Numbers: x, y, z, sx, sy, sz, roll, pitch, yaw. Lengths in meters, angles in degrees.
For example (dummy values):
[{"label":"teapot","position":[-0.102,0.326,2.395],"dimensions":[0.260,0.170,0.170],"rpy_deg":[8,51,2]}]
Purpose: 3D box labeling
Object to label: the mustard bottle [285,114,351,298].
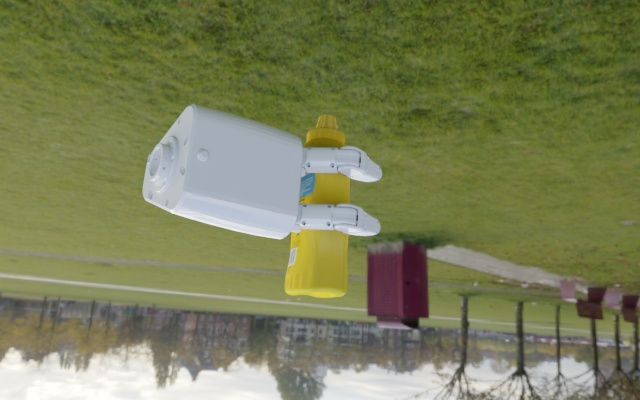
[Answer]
[{"label":"mustard bottle","position":[0.000,0.002,0.495],"dimensions":[0.058,0.191,0.096],"rpy_deg":[7,-14,-12]}]
